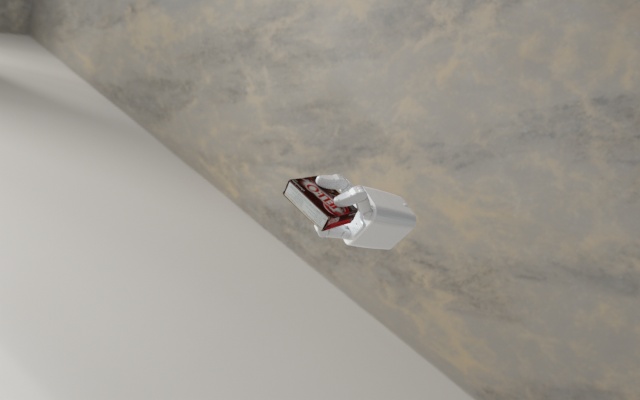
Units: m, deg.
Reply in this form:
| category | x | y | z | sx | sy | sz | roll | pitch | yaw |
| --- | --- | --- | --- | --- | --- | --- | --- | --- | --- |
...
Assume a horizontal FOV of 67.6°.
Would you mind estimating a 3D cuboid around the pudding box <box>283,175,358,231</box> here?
| category | x | y | z | sx | sy | sz | roll | pitch | yaw |
| --- | --- | --- | --- | --- | --- | --- | --- | --- | --- |
| pudding box | 0.000 | 0.003 | 0.874 | 0.113 | 0.039 | 0.090 | 40 | 29 | 26 |
